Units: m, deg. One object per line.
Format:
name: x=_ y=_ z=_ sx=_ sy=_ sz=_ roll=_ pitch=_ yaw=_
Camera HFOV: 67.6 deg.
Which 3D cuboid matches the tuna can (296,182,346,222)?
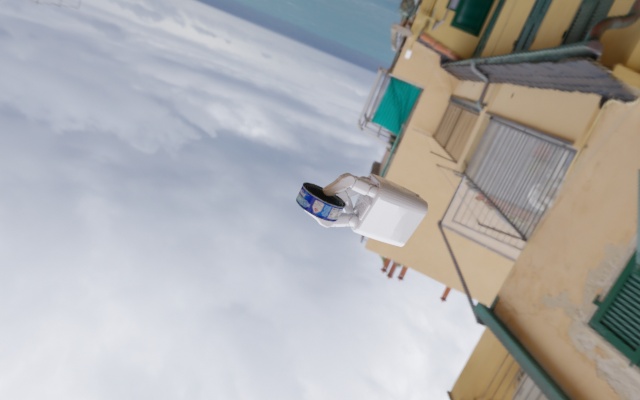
tuna can: x=0.000 y=0.003 z=0.854 sx=0.086 sy=0.034 sz=0.086 roll=26 pitch=15 yaw=-7
